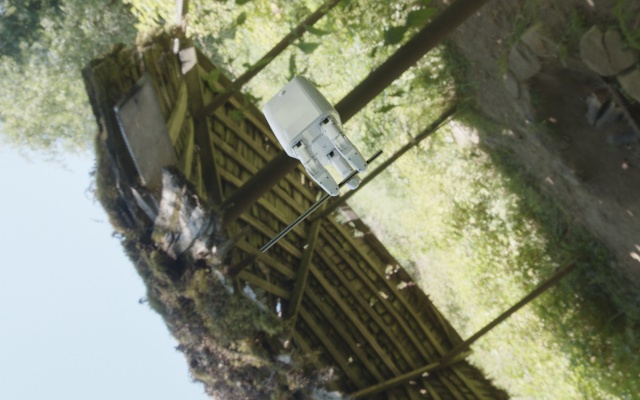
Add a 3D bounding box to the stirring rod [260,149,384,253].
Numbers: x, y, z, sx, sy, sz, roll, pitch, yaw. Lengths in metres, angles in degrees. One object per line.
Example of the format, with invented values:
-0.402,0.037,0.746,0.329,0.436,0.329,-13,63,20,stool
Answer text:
0.000,0.002,0.724,0.239,0.011,0.011,-40,-8,9,stirring rod
